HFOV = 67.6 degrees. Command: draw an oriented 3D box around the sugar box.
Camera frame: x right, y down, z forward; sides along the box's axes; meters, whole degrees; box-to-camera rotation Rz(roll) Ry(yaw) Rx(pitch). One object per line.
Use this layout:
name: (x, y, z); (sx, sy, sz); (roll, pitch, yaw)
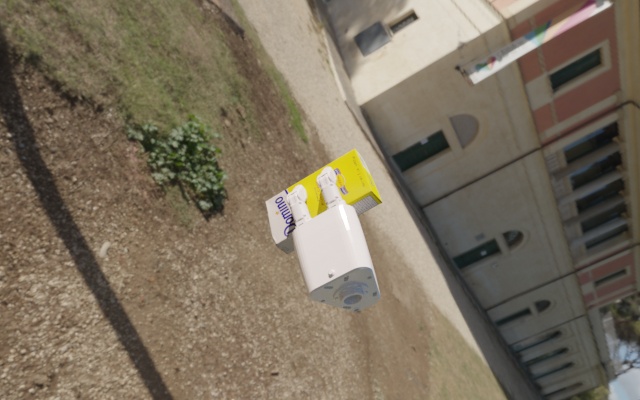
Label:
sugar box: (0.000, 0.002, 0.750); (0.176, 0.093, 0.048); (-29, -39, 14)
